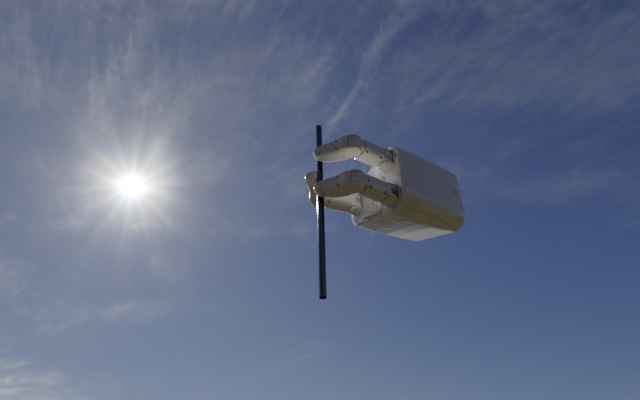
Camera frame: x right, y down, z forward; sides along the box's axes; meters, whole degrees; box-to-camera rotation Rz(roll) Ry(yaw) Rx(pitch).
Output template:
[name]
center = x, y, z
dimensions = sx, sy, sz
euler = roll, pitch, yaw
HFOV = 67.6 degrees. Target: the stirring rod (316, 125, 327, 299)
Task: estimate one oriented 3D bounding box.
[stirring rod]
center = 0.000, 0.002, 0.562
dimensions = 0.011, 0.239, 0.011
euler = -1, -35, -1
